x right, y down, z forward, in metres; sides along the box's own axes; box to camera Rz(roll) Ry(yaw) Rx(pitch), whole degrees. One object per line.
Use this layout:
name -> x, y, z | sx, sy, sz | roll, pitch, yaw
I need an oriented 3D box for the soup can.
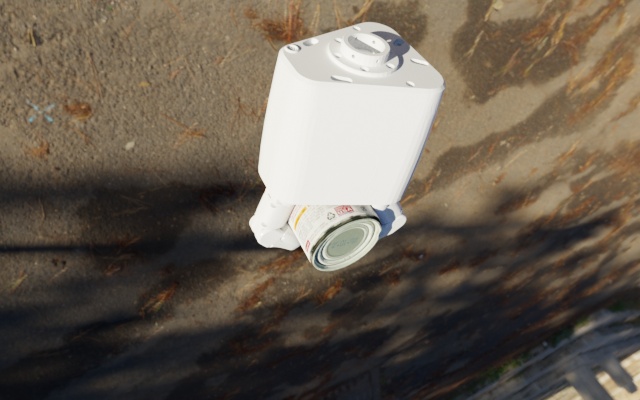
soup can -> 0.000, 0.002, 0.416 | 0.068, 0.102, 0.069 | -21, -35, -16
